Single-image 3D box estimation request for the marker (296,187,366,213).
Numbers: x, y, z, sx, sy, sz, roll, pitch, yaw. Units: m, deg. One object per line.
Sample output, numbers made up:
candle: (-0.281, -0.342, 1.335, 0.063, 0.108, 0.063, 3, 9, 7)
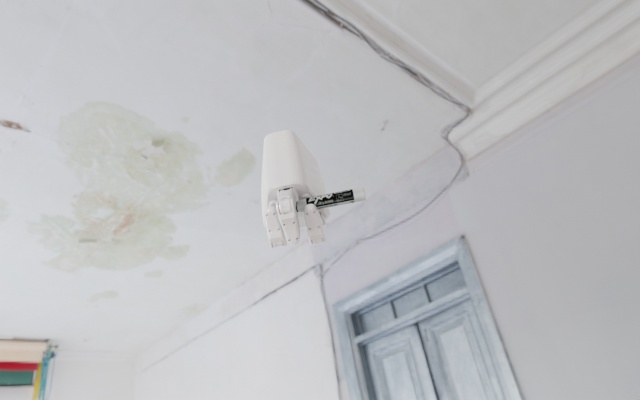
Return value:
marker: (0.000, 0.002, 0.646, 0.121, 0.020, 0.020, -11, 0, 2)
